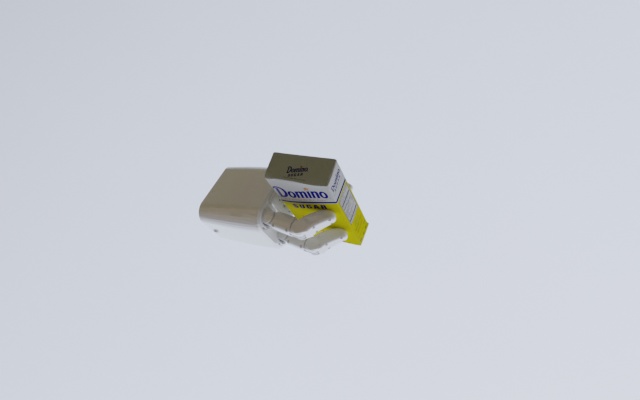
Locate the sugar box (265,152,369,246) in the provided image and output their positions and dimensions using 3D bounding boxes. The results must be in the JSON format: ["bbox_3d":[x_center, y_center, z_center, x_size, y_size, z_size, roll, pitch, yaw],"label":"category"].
[{"bbox_3d":[0.000,0.003,0.660,0.093,0.048,0.176,9,-23,25],"label":"sugar box"}]
